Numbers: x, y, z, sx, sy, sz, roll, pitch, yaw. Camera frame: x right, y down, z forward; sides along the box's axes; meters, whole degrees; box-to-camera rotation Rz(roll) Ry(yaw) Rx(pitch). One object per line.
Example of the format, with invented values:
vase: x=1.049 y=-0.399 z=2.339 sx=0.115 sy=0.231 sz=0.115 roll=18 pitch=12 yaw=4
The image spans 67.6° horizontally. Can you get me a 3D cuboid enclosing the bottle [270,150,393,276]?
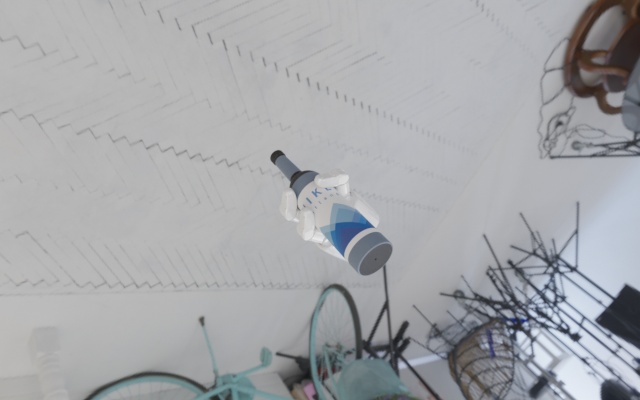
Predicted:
bottle: x=0.000 y=0.003 z=0.789 sx=0.069 sy=0.069 sz=0.295 roll=0 pitch=35 yaw=-43
